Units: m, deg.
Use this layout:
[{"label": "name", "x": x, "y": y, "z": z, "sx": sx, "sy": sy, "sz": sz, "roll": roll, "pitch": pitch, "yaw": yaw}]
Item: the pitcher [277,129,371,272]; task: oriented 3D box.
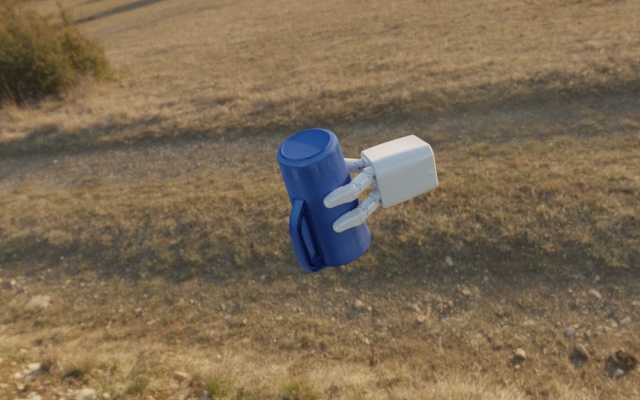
[{"label": "pitcher", "x": 0.000, "y": 0.003, "z": 0.866, "sx": 0.145, "sy": 0.243, "sz": 0.149, "roll": -19, "pitch": 38, "yaw": 0}]
